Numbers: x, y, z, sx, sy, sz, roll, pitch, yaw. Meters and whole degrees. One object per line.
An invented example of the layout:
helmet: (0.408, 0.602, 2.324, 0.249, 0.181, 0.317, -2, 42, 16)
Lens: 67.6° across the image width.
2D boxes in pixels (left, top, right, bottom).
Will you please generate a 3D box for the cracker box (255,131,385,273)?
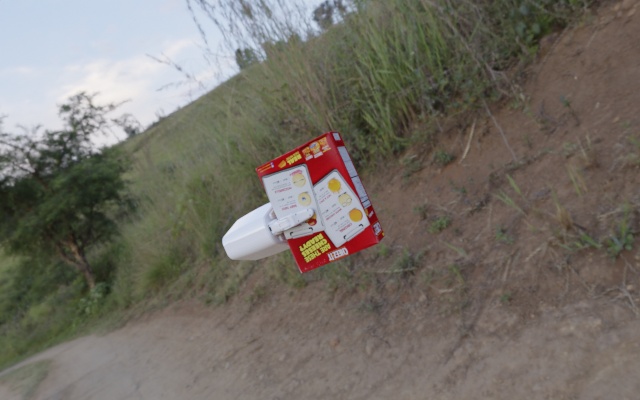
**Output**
cracker box: (0.000, 0.003, 0.879, 0.164, 0.213, 0.072, -24, 0, 22)
